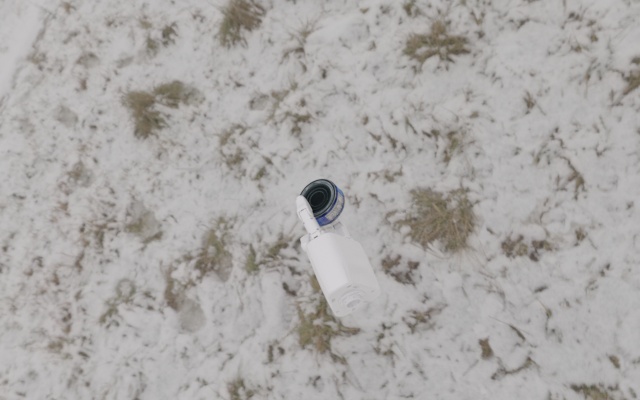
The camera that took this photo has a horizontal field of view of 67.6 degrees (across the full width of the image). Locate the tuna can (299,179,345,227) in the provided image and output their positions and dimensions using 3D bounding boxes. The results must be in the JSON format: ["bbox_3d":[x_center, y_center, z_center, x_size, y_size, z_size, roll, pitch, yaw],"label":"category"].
[{"bbox_3d":[0.000,0.003,0.886,0.086,0.086,0.034,0,-27,34],"label":"tuna can"}]
